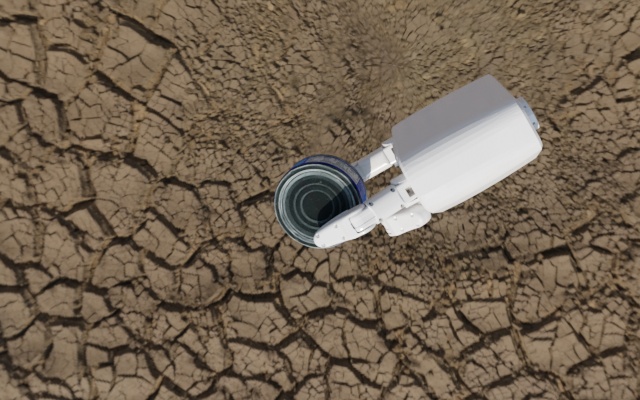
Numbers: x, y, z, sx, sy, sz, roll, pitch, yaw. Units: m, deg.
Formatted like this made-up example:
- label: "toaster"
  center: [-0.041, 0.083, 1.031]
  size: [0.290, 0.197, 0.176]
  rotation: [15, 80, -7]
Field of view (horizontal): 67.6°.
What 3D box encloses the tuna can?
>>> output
- label: "tuna can"
  center: [0.000, 0.002, 0.453]
  size: [0.086, 0.086, 0.033]
  rotation: [0, 19, 14]
